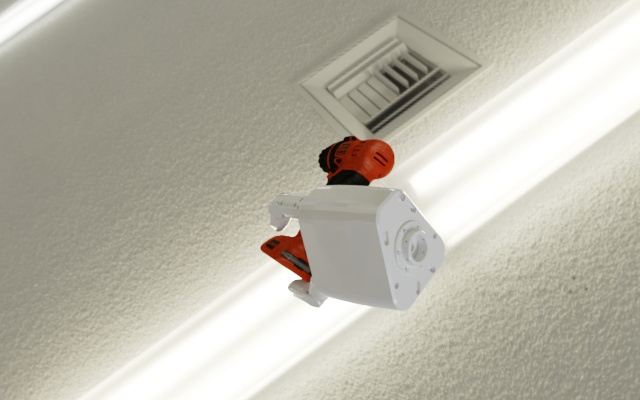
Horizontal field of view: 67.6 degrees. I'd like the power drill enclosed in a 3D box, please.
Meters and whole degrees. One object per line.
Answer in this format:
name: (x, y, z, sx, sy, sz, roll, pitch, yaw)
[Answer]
power drill: (0.000, 0.002, 0.605, 0.057, 0.187, 0.184, 35, -7, -16)
